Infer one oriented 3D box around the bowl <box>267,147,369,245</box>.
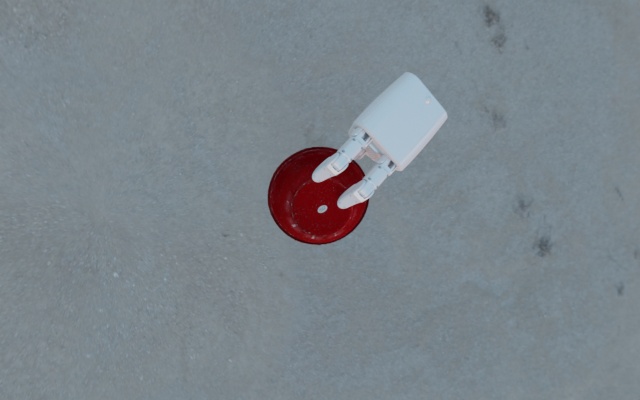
[{"bbox_3d":[-0.001,0.004,0.727,0.162,0.162,0.055,0,18,-6],"label":"bowl"}]
